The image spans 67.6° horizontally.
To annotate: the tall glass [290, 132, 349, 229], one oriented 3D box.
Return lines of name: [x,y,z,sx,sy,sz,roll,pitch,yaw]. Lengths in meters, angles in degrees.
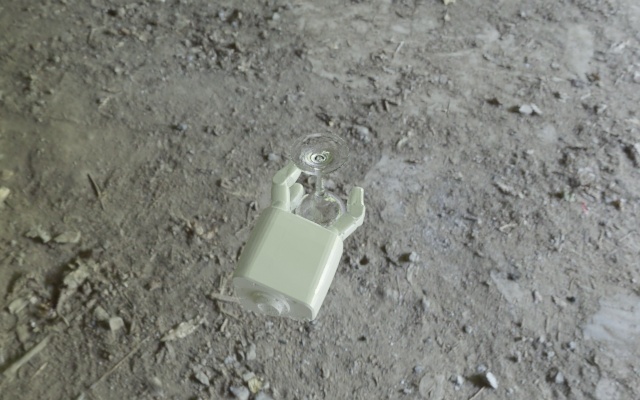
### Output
tall glass: [0.000,0.002,0.671,0.079,0.079,0.201,0,-38,1]
